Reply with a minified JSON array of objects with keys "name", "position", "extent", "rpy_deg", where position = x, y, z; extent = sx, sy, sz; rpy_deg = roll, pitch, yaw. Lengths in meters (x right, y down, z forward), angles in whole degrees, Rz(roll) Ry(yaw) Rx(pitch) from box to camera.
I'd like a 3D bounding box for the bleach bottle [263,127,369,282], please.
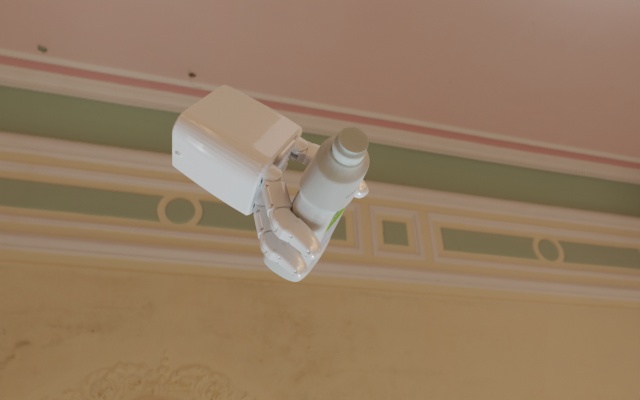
[{"name":"bleach bottle","position":[0.000,0.002,0.525],"extent":[0.068,0.102,0.251],"rpy_deg":[32,-33,2]}]
